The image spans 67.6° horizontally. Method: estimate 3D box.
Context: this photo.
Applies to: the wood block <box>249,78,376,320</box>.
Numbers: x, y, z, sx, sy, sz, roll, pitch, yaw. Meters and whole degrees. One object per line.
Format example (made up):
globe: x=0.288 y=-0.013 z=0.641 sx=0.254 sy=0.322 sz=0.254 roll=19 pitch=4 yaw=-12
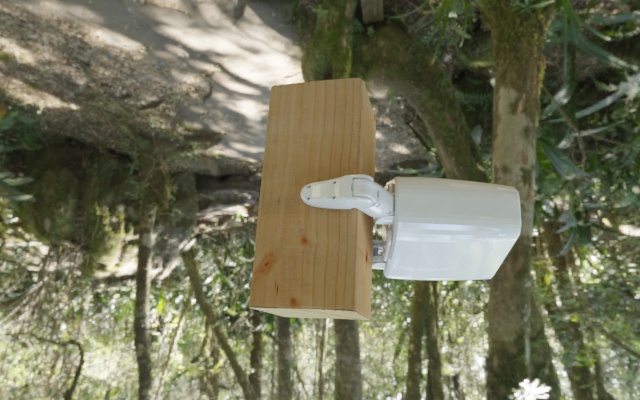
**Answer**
wood block: x=0.000 y=0.001 z=0.447 sx=0.090 sy=0.206 sz=0.091 roll=-1 pitch=-18 yaw=15
